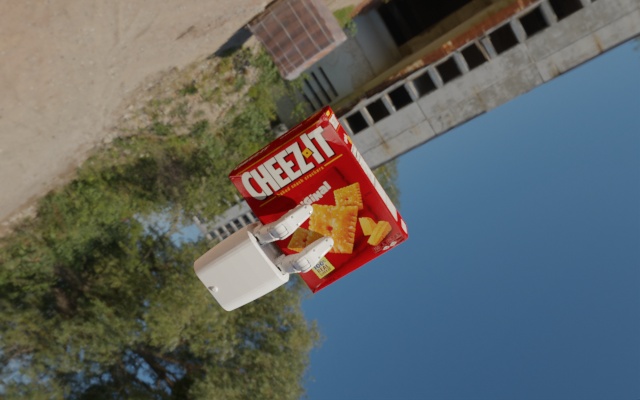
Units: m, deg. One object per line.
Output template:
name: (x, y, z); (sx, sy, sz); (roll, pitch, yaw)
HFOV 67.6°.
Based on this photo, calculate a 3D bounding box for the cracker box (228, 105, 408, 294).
cracker box: (0.000, 0.002, 0.679); (0.164, 0.214, 0.072); (-31, 13, 14)
